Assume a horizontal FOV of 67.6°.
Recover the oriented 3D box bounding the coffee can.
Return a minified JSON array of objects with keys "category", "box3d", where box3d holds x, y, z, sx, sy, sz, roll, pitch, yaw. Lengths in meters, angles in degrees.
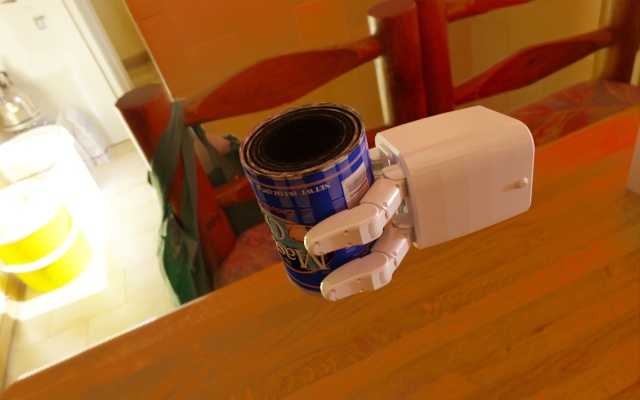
[{"category":"coffee can","box3d":[0.000,0.002,0.419,0.103,0.140,0.102,-10,39,8]}]
